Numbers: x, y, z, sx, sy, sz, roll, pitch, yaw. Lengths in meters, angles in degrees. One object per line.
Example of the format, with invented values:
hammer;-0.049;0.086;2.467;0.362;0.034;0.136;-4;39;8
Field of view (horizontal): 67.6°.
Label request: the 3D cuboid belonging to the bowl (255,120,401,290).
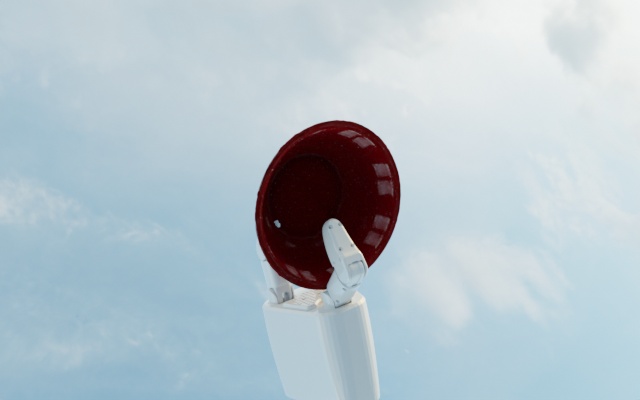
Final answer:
bowl;0.000;0.000;0.466;0.162;0.162;0.055;0;12;-33
